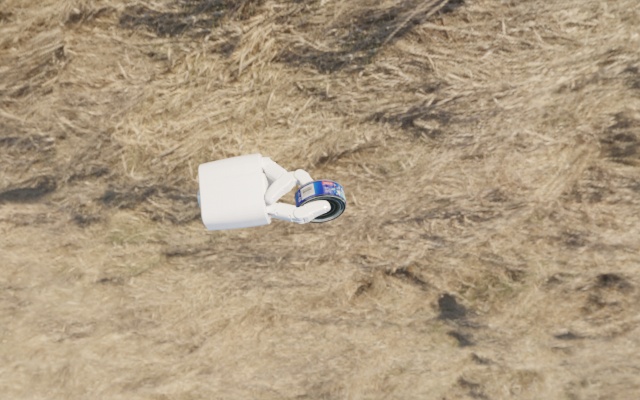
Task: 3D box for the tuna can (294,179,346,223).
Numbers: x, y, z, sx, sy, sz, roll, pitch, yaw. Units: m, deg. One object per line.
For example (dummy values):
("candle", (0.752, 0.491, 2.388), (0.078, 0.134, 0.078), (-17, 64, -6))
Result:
("tuna can", (0.000, 0.003, 0.806), (0.086, 0.033, 0.086), (-7, -34, -5))
